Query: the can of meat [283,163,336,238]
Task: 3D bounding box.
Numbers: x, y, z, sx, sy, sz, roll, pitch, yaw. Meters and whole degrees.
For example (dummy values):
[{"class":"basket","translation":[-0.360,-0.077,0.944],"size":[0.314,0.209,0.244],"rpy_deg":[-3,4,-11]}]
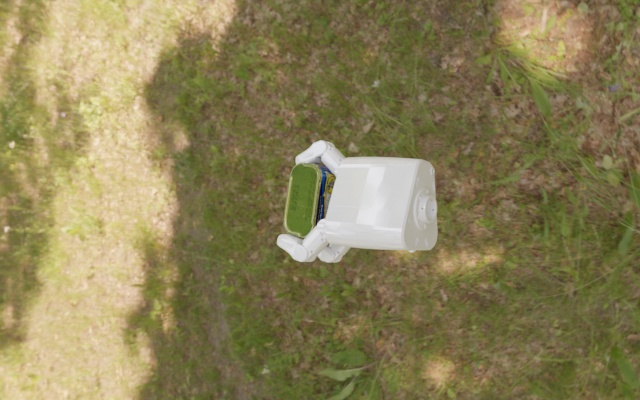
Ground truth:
[{"class":"can of meat","translation":[0.000,0.002,0.646],"size":[0.057,0.102,0.084],"rpy_deg":[8,0,38]}]
